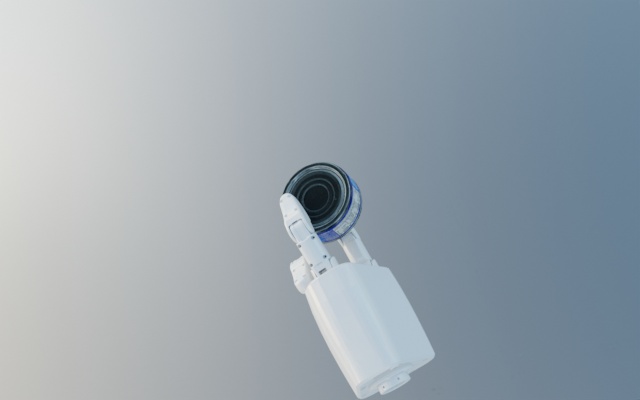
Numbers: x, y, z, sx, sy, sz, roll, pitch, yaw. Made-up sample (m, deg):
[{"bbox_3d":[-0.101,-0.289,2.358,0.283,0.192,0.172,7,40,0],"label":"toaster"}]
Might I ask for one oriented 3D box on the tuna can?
[{"bbox_3d":[0.000,0.001,0.524,0.086,0.086,0.034,0,-21,26],"label":"tuna can"}]
